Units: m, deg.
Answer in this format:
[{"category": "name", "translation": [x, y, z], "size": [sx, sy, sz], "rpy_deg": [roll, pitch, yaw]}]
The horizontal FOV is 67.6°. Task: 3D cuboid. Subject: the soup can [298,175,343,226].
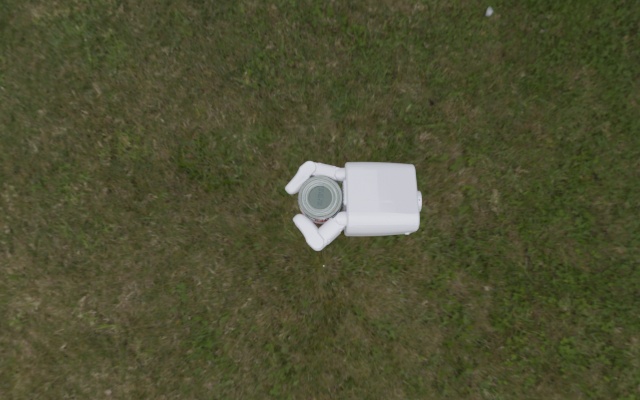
[{"category": "soup can", "translation": [0.000, 0.002, 0.743], "size": [0.068, 0.068, 0.102], "rpy_deg": [0, -8, 0]}]
